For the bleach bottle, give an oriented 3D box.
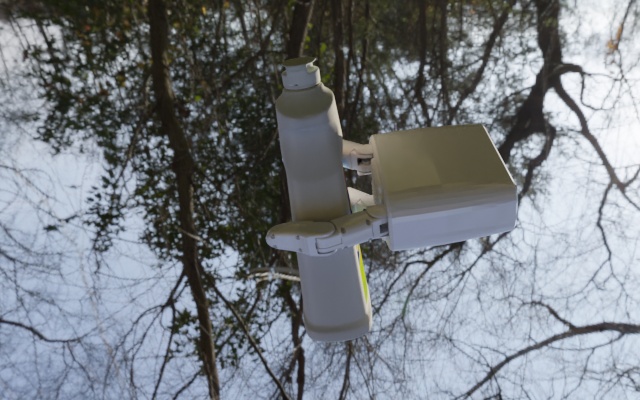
[{"bbox_3d":[0.000,0.001,0.434,0.068,0.251,0.102,-8,28,2],"label":"bleach bottle"}]
